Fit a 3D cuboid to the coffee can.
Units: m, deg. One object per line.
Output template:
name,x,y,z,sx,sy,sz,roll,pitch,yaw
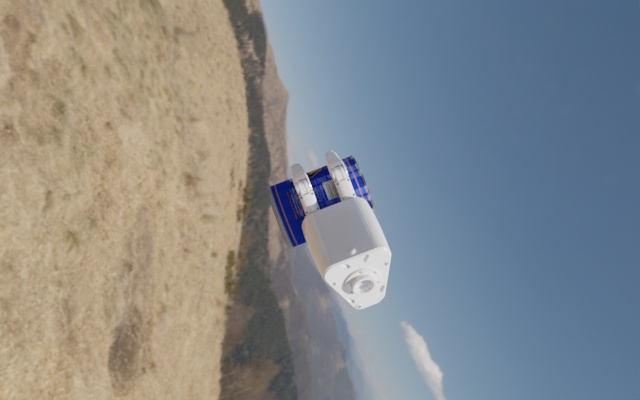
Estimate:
coffee can,0.000,0.002,0.738,0.140,0.103,0.103,-21,1,-2
